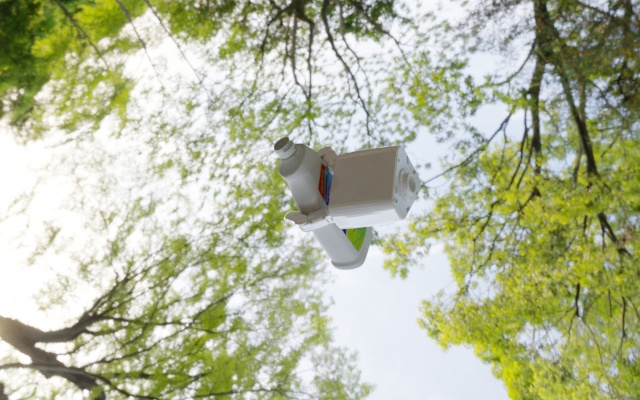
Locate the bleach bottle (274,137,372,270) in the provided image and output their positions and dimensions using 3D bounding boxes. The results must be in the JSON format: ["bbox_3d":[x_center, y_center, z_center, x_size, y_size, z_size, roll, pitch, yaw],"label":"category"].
[{"bbox_3d":[0.000,0.003,0.779,0.068,0.102,0.251,-8,-45,33],"label":"bleach bottle"}]
